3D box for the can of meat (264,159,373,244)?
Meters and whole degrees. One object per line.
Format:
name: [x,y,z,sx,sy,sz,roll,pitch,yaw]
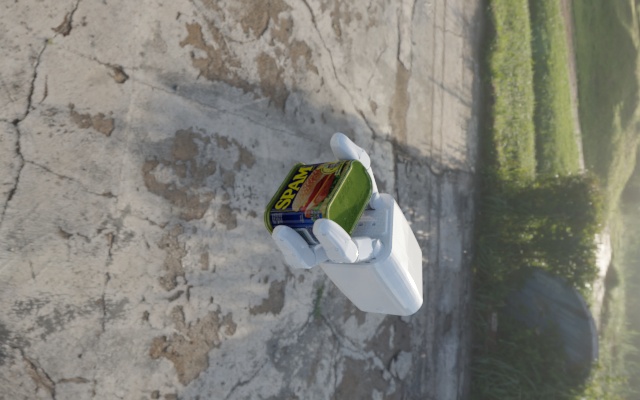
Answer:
can of meat: [0.000,0.002,0.525,0.084,0.057,0.102,-3,43,38]
